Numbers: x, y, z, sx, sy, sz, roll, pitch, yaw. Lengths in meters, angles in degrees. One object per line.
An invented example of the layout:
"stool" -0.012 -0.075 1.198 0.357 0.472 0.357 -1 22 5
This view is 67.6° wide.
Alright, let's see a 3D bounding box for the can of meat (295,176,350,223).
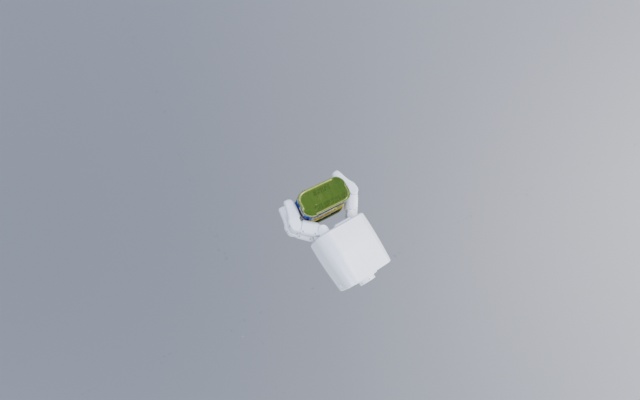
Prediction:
"can of meat" 0.000 0.003 0.891 0.102 0.057 0.084 -26 -9 -15
